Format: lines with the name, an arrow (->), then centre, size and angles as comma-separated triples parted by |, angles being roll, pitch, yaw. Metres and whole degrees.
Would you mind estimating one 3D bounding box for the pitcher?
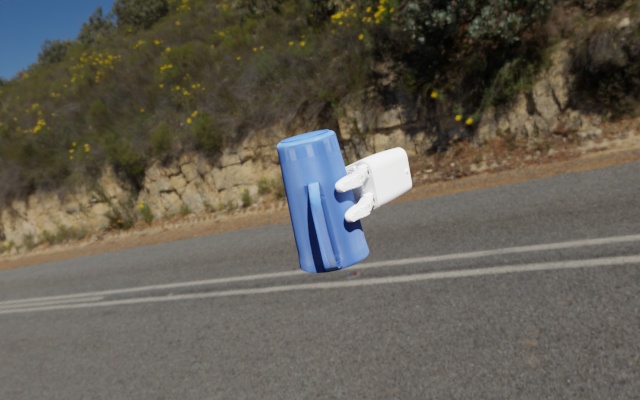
pitcher -> 0.000, 0.003, 0.860 | 0.145, 0.243, 0.149 | -24, 16, -37
